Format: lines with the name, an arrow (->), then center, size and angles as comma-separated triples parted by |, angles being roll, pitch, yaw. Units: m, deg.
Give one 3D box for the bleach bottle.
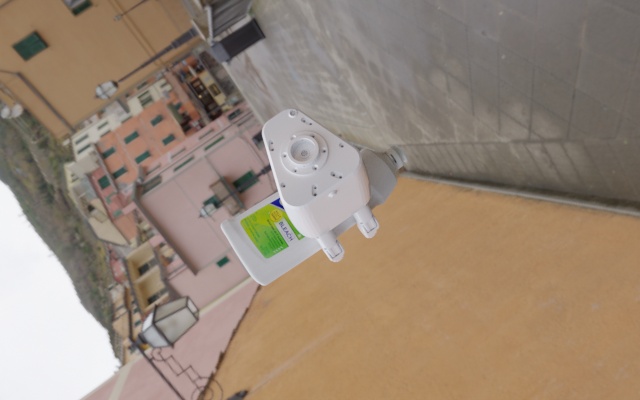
bleach bottle -> 0.000, 0.002, 0.633 | 0.251, 0.102, 0.068 | -35, -20, -3
